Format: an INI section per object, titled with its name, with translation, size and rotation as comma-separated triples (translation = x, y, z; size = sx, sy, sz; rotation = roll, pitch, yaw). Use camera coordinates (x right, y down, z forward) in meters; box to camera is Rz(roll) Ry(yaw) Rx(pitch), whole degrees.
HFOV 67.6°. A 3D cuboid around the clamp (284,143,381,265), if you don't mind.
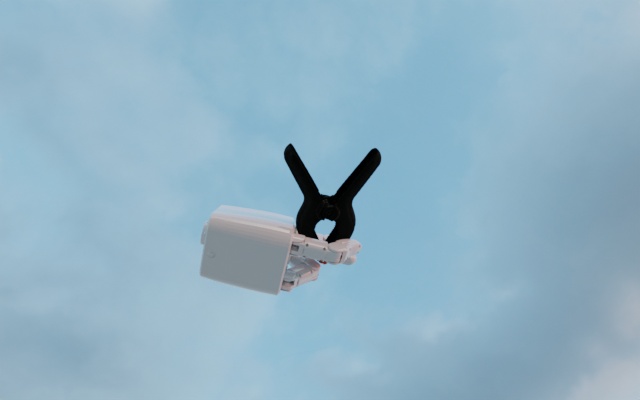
[clamp]
translation = 0.000, 0.002, 0.617
size = 0.120, 0.171, 0.039
rotation = 13, 23, -5
